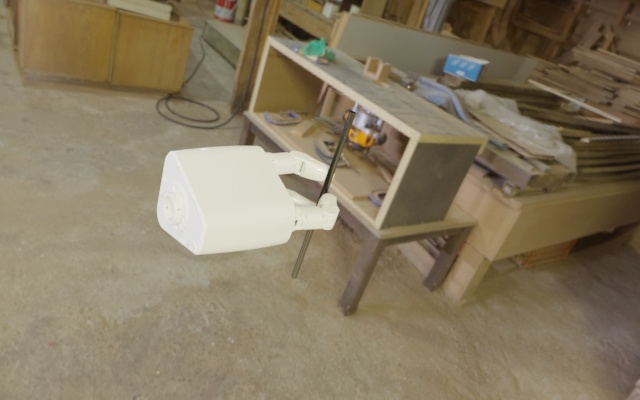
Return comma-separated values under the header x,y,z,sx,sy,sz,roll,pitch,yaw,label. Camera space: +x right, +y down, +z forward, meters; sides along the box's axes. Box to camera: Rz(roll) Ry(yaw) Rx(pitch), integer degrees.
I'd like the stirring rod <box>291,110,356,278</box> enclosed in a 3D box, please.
x,y,z,sx,sy,sz,roll,pitch,yaw,label
0.000,0.002,0.587,0.011,0.240,0.011,15,28,-8,stirring rod
